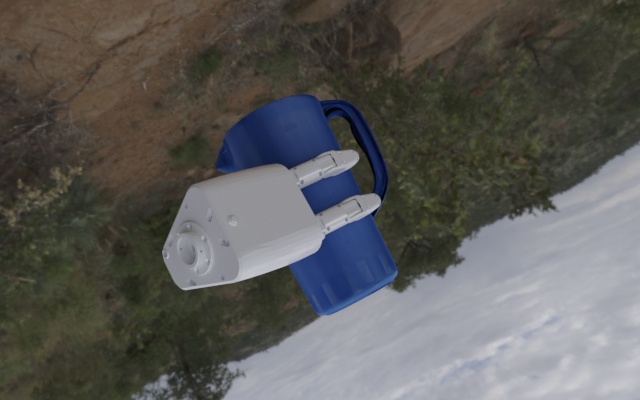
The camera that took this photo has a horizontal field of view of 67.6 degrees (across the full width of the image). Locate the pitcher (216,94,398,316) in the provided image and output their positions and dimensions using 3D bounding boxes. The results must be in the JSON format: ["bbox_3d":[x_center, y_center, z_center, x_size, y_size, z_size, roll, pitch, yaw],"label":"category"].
[{"bbox_3d":[0.000,0.002,0.572,0.149,0.243,0.145,-35,-11,38],"label":"pitcher"}]
